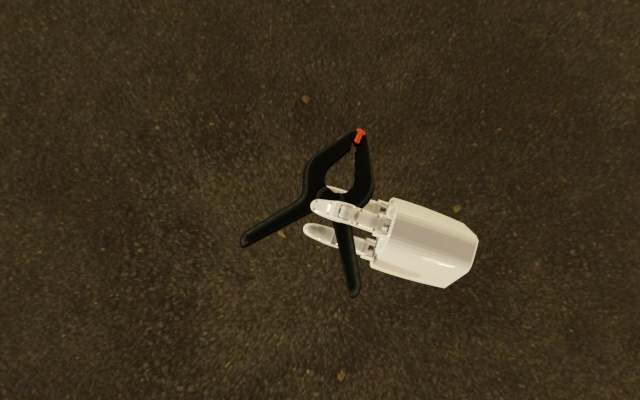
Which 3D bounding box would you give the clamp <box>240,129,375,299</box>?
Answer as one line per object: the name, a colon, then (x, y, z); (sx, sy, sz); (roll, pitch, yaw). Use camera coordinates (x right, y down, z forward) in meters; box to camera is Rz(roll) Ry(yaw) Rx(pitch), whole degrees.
clamp: (0.001, 0.001, 0.613); (0.164, 0.210, 0.036); (18, -8, 0)
